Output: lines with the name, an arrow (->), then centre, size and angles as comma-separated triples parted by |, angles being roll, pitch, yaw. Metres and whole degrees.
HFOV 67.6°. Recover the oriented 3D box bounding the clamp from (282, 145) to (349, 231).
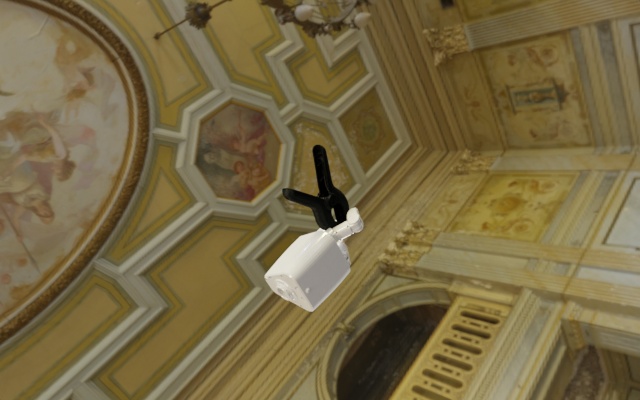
clamp -> 0.000, 0.003, 0.833 | 0.039, 0.171, 0.120 | 4, 40, 49
